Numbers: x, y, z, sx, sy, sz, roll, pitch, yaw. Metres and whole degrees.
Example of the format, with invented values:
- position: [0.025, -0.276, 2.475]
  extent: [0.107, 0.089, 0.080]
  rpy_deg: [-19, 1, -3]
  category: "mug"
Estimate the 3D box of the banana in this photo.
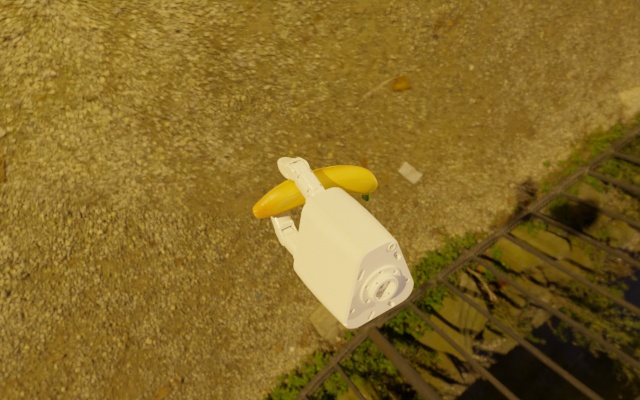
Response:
- position: [0.009, -0.013, 0.605]
  extent: [0.198, 0.070, 0.037]
  rpy_deg: [-6, 41, -39]
  category: "banana"
